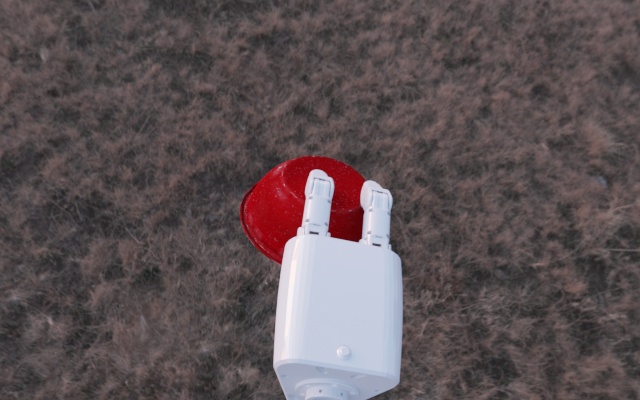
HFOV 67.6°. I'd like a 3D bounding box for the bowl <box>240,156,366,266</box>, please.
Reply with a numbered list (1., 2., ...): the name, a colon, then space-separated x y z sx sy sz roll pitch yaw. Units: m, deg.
1. bowl: 0.000 0.000 0.498 0.162 0.055 0.162 10 38 -8
